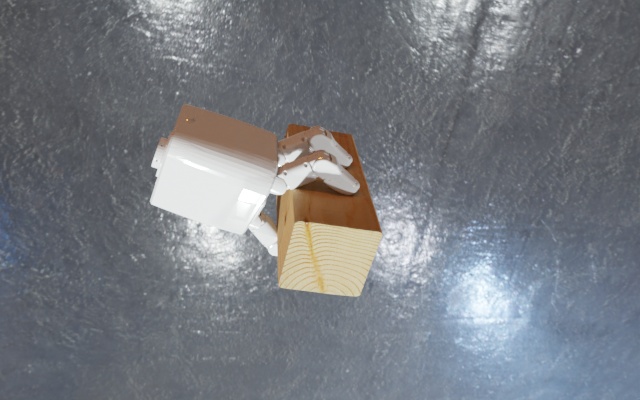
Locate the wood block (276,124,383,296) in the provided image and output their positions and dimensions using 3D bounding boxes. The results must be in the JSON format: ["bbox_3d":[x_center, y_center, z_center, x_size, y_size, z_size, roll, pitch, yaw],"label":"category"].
[{"bbox_3d":[0.000,0.002,0.556,0.090,0.091,0.206,9,34,-12],"label":"wood block"}]
